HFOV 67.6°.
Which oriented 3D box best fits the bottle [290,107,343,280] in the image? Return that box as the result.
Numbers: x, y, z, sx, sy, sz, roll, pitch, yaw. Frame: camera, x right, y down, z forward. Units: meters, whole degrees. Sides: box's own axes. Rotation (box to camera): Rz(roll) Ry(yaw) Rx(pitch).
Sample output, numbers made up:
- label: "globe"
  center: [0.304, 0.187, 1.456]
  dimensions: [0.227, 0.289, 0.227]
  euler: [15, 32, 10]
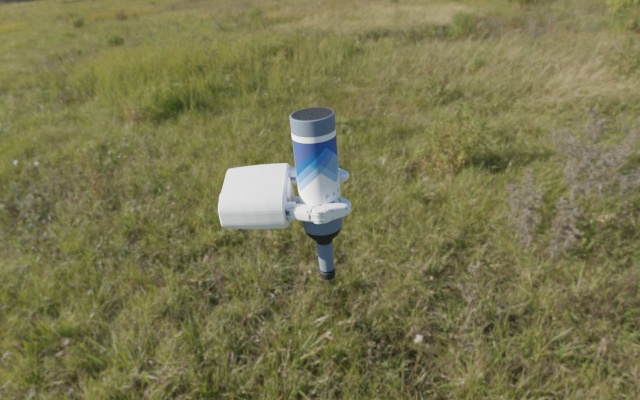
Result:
- label: "bottle"
  center: [0.000, 0.002, 0.769]
  dimensions: [0.069, 0.296, 0.069]
  euler: [-4, 28, 2]
